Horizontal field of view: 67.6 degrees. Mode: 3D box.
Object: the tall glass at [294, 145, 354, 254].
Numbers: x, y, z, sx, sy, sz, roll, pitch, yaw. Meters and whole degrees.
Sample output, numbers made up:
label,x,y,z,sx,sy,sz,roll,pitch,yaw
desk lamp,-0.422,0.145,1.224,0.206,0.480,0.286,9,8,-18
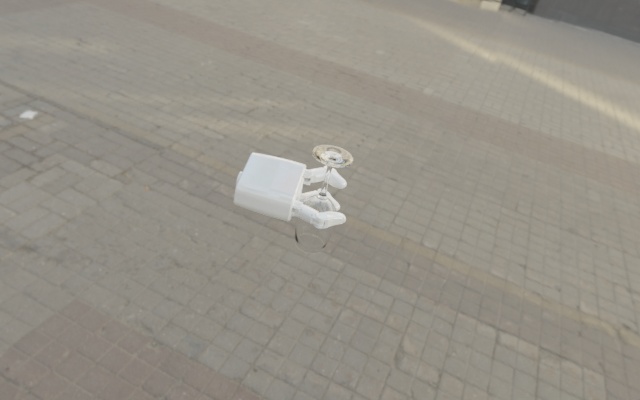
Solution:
label,x,y,z,sx,sy,sz,roll,pitch,yaw
tall glass,0.000,0.002,0.879,0.079,0.201,0.079,10,33,-7
